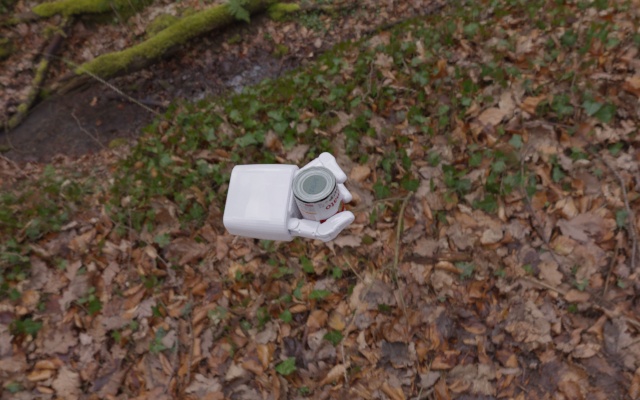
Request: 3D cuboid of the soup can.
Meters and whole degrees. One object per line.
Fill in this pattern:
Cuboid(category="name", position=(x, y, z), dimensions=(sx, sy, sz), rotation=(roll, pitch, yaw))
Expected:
Cuboid(category="soup can", position=(0.001, 0.002, 0.733), dimensions=(0.068, 0.068, 0.102), rotation=(0, -33, 14))
